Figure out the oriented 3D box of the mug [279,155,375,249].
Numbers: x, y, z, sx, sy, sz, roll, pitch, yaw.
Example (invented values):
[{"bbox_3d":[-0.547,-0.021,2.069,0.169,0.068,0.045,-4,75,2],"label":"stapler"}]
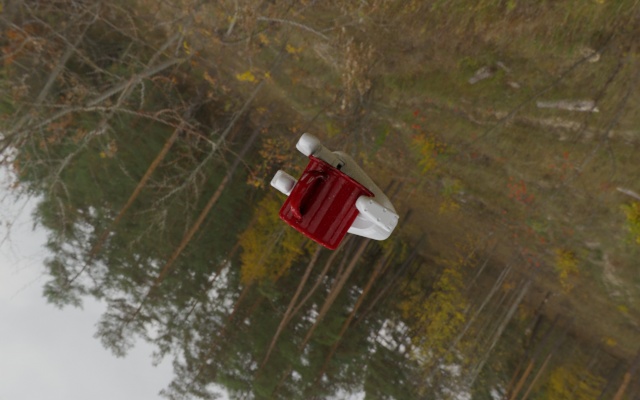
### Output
[{"bbox_3d":[0.000,0.002,0.554,0.093,0.081,0.117,32,0,24],"label":"mug"}]
